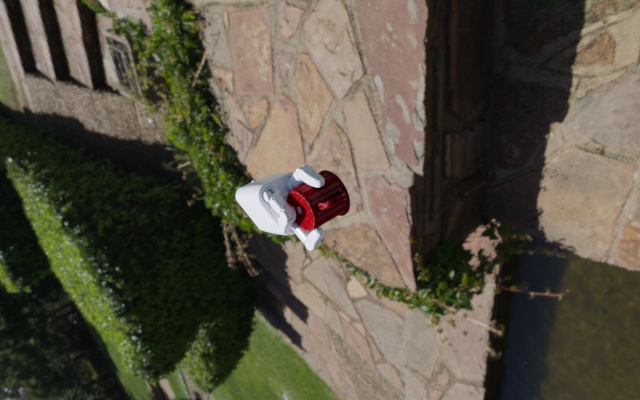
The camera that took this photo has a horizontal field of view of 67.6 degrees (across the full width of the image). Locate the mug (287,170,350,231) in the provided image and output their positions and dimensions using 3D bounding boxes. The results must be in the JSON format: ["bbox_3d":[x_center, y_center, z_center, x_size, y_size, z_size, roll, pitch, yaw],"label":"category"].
[{"bbox_3d":[0.001,0.003,0.855,0.081,0.093,0.117,-29,15,-32],"label":"mug"}]
